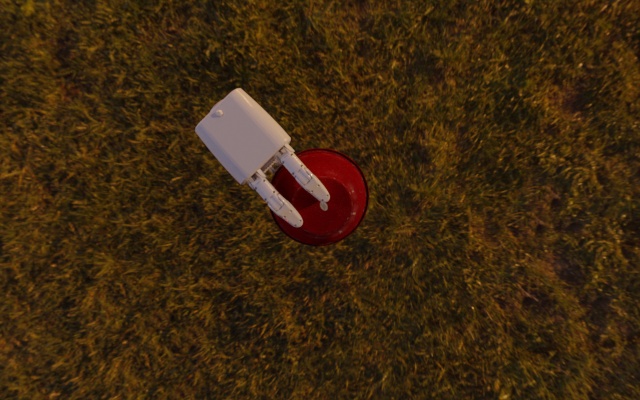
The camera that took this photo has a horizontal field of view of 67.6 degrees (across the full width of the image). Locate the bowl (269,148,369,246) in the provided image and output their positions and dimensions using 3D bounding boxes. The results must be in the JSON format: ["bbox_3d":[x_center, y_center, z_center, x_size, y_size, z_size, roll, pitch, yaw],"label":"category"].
[{"bbox_3d":[0.001,0.003,0.736,0.162,0.162,0.055,0,14,-6],"label":"bowl"}]
